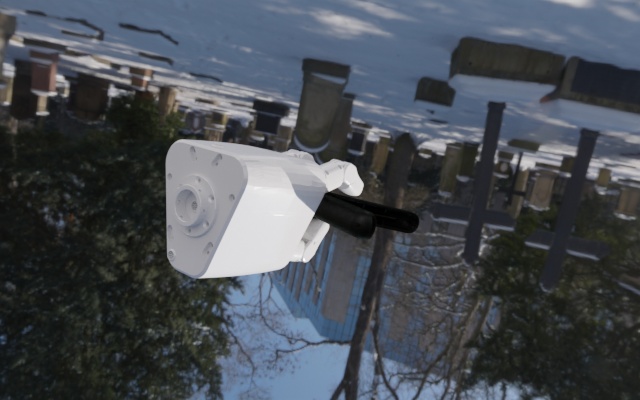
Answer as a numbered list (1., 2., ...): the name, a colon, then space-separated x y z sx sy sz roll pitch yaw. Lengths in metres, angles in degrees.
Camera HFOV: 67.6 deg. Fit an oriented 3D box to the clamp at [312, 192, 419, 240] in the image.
1. clamp: -0.001 0.002 0.522 0.210 0.036 0.164 17 5 32
